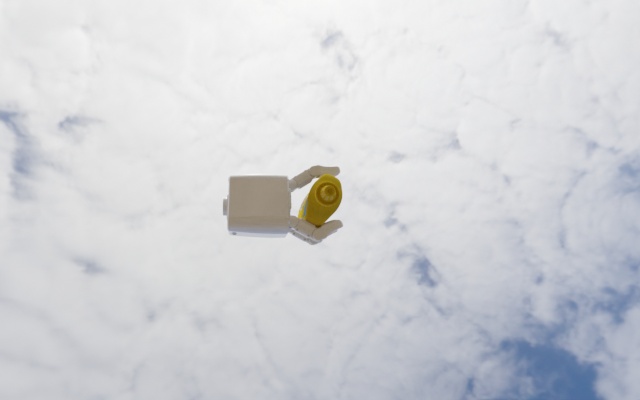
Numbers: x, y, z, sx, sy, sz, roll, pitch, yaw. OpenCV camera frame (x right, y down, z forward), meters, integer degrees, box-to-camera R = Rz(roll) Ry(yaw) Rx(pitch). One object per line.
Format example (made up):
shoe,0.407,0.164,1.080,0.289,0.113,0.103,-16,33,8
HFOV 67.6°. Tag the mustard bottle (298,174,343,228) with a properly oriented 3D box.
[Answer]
mustard bottle,0.000,0.003,0.861,0.058,0.096,0.192,26,-14,-3
